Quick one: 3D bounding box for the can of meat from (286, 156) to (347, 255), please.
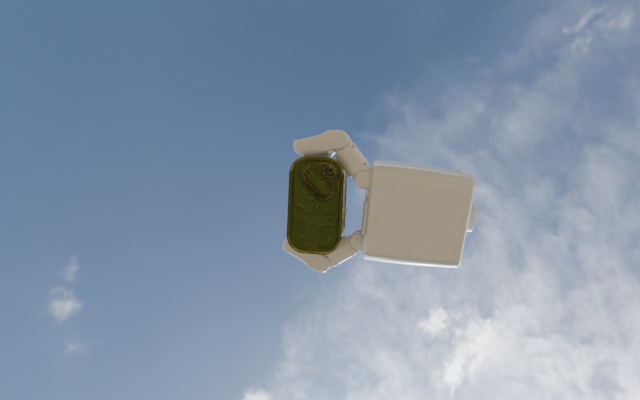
[{"bbox_3d":[0.000,0.002,0.532,0.057,0.102,0.084,3,6,8],"label":"can of meat"}]
